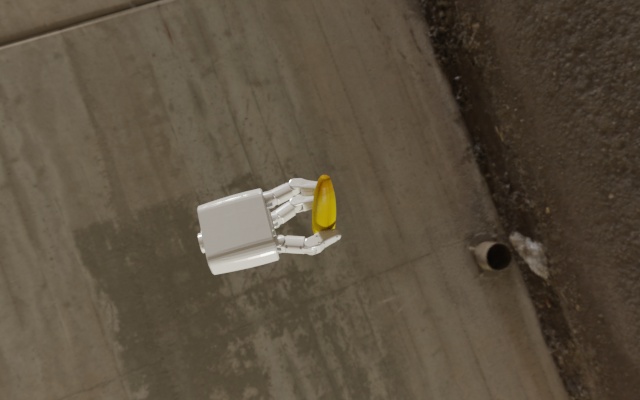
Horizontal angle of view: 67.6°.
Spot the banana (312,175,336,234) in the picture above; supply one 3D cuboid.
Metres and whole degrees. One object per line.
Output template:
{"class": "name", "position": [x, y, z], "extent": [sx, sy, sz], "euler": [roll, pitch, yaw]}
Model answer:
{"class": "banana", "position": [0.003, 0.021, 0.766], "extent": [0.037, 0.069, 0.198], "euler": [-9, -15, -4]}
